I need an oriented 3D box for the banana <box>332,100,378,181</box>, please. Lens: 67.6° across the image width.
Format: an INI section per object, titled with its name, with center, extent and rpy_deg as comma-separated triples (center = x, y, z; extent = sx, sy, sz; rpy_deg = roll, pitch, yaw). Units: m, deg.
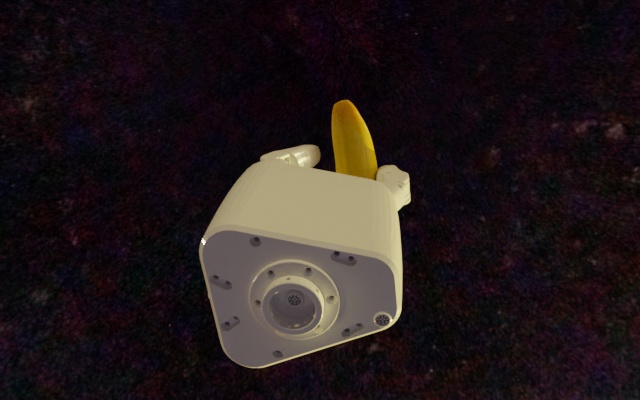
[banana]
center = 0.017, 0.011, 0.439
extent = 0.069, 0.198, 0.037
rpy_deg = 19, 23, 1
